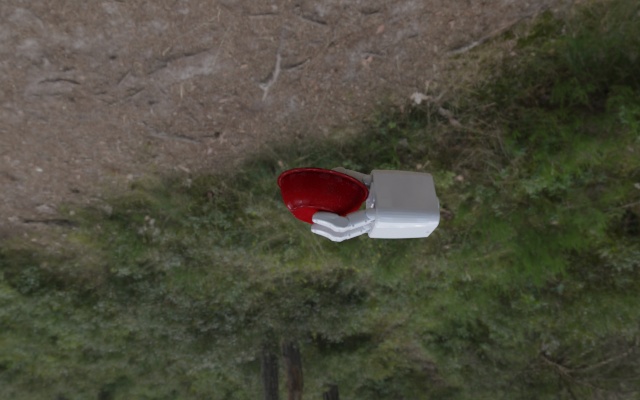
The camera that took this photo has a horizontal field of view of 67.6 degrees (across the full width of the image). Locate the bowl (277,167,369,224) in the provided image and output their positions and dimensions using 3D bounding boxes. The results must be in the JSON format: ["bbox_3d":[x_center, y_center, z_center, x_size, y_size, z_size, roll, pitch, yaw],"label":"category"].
[{"bbox_3d":[-0.001,0.003,0.818,0.162,0.055,0.162,9,-21,3],"label":"bowl"}]
